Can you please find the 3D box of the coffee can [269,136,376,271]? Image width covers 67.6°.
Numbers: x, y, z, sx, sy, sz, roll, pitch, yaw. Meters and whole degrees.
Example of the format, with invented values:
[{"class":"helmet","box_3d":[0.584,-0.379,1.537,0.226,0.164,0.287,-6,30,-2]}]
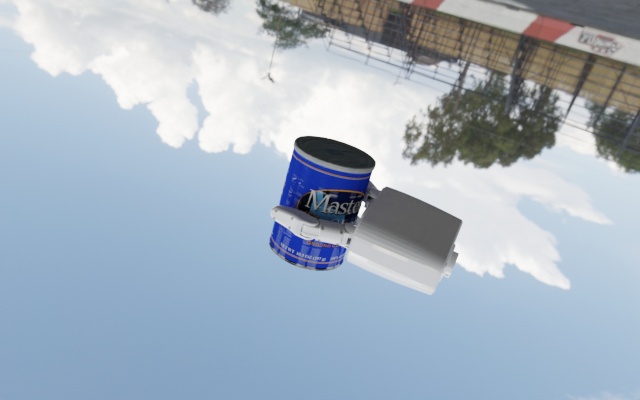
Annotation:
[{"class":"coffee can","box_3d":[0.000,0.002,0.603,0.103,0.140,0.102,14,23,-6]}]
